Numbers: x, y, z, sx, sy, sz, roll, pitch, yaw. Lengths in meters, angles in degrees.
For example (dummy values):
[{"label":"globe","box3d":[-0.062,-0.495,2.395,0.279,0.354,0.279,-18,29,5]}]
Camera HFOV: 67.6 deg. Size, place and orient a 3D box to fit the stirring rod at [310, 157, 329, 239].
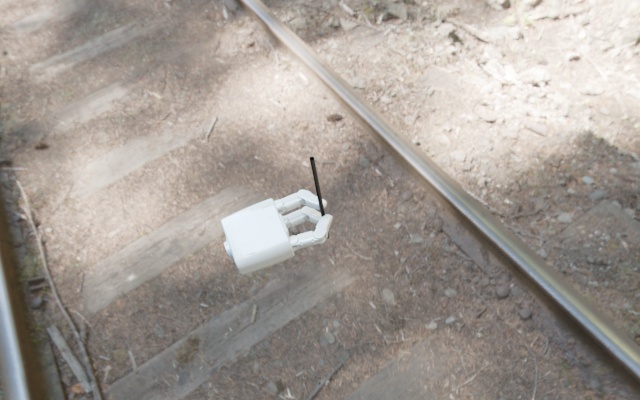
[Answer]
[{"label":"stirring rod","box3d":[0.000,0.003,0.874,0.011,0.011,0.240,0,-36,8]}]
